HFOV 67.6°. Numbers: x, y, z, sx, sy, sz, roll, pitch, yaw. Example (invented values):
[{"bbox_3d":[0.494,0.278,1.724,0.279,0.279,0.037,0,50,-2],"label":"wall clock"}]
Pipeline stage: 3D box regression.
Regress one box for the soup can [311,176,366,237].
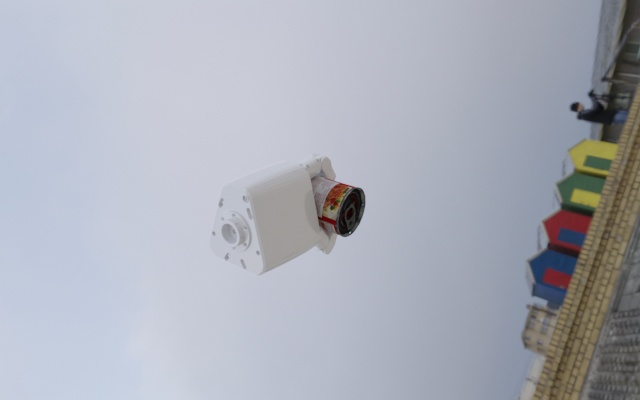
[{"bbox_3d":[0.000,0.002,0.645,0.102,0.068,0.068,18,10,31],"label":"soup can"}]
